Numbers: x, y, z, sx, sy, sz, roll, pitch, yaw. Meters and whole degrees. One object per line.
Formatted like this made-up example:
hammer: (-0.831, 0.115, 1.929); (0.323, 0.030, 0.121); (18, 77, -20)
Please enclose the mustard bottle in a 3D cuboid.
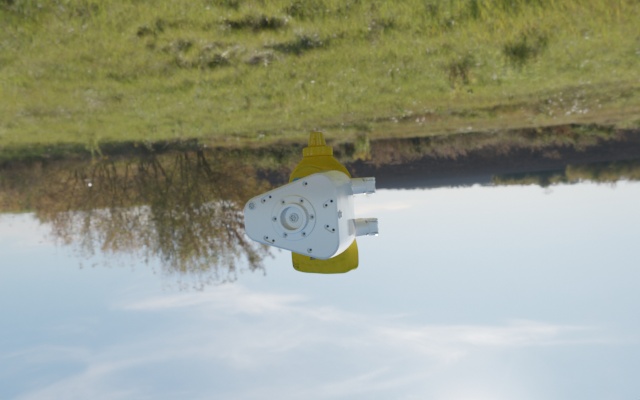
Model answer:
mustard bottle: (0.000, 0.002, 0.659); (0.096, 0.191, 0.058); (-2, 3, 36)
